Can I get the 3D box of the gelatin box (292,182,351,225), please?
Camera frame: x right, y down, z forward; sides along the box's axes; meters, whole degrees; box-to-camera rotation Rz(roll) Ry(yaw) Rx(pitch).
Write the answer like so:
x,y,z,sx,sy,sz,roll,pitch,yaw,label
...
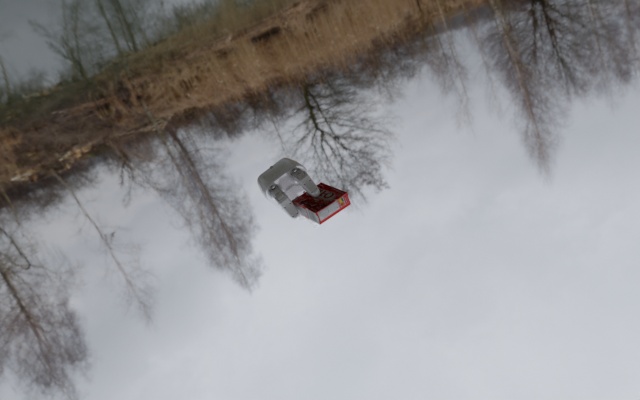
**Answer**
x,y,z,sx,sy,sz,roll,pitch,yaw,label
0.000,0.003,0.878,0.073,0.030,0.089,-32,30,-21,gelatin box
